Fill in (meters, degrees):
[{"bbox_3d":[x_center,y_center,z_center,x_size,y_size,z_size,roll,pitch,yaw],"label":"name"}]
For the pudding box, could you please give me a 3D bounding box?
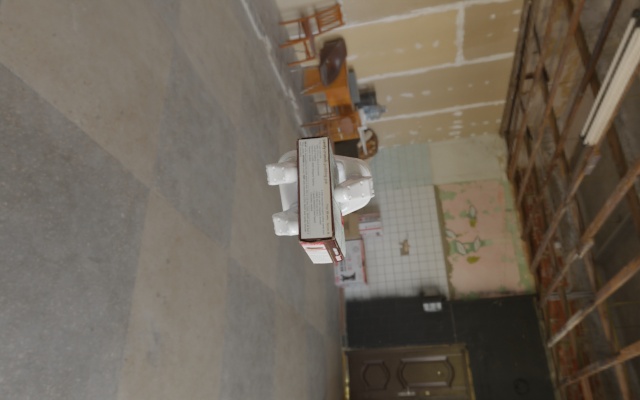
[{"bbox_3d":[0.000,0.002,0.501,0.039,0.113,0.090,-7,-22,7],"label":"pudding box"}]
